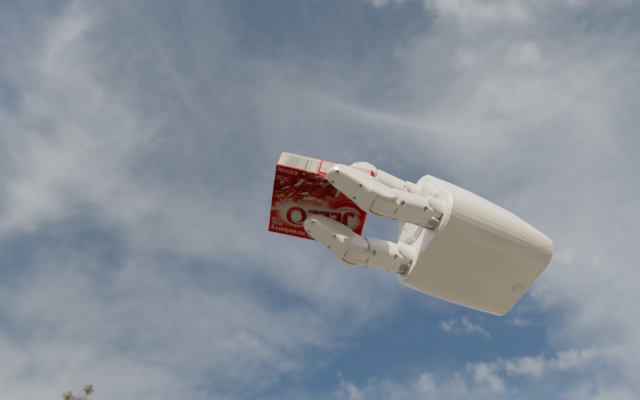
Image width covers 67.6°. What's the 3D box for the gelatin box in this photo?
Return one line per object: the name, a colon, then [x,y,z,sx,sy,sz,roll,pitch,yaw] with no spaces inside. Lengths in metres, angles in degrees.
gelatin box: [0.000,0.001,0.440,0.089,0.073,0.030,12,32,3]
